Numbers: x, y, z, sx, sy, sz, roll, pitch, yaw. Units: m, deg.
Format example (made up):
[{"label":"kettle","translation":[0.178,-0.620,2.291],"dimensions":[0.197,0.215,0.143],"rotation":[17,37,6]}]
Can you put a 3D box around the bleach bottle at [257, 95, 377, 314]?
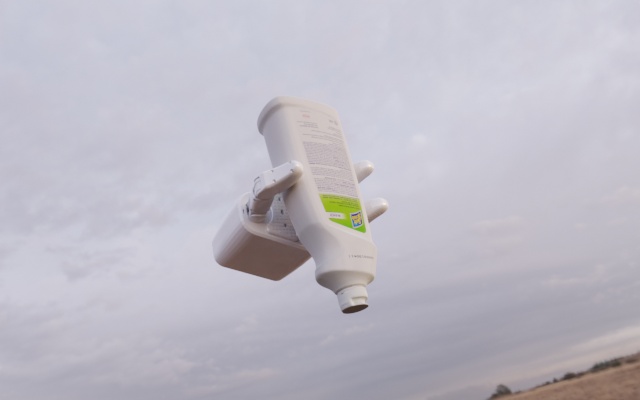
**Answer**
[{"label":"bleach bottle","translation":[0.000,0.002,0.535],"dimensions":[0.102,0.250,0.068],"rotation":[5,-33,-32]}]
